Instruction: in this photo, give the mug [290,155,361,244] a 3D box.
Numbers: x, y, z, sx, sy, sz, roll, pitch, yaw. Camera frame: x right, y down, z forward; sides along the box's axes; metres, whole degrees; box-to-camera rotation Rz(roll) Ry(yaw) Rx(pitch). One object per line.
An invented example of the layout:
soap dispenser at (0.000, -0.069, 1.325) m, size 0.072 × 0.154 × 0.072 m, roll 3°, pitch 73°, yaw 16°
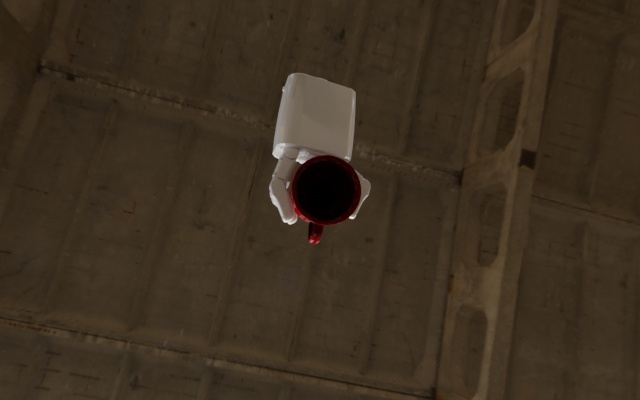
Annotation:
mug at (0.000, 0.004, 0.661) m, size 0.093 × 0.117 × 0.081 m, roll 9°, pitch -7°, yaw -9°
